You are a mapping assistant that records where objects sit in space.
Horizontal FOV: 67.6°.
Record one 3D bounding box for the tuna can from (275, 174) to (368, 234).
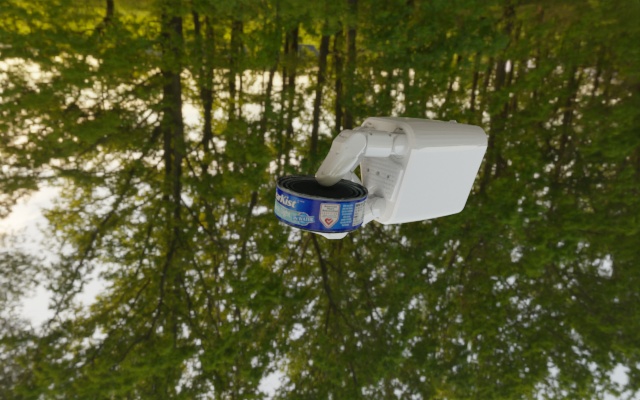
[{"bbox_3d":[0.000,0.002,0.446,0.086,0.034,0.086,6,15,-2],"label":"tuna can"}]
